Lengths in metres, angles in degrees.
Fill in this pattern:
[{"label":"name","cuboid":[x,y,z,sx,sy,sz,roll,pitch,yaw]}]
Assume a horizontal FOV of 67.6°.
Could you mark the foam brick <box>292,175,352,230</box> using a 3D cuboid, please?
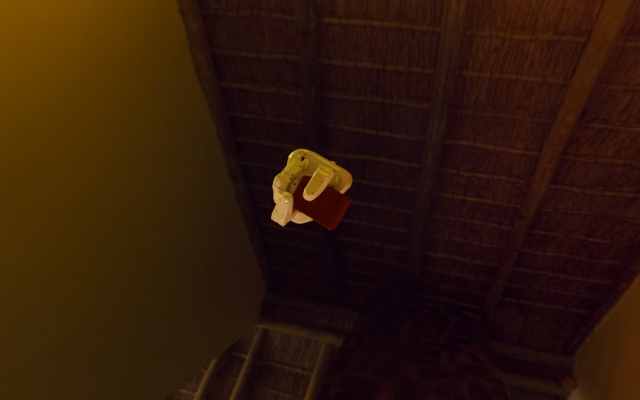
[{"label":"foam brick","cuboid":[0.000,0.003,0.720,0.078,0.053,0.051,31,7,11]}]
